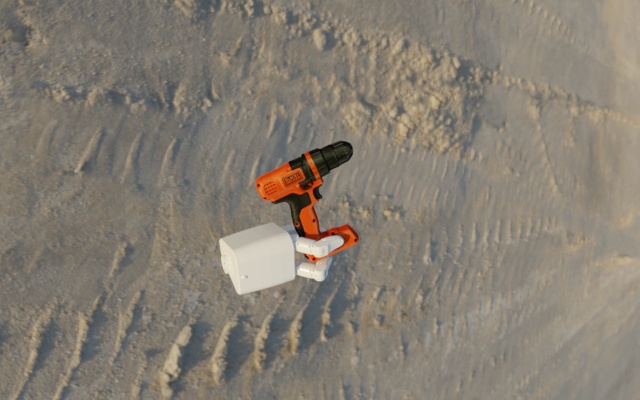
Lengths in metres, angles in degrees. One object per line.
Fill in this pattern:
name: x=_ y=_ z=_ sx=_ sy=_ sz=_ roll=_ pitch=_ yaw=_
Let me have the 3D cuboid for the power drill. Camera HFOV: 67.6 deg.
power drill: x=0.000 y=0.003 z=0.863 sx=0.184 sy=0.188 sz=0.057 roll=-25 pitch=15 yaw=2
